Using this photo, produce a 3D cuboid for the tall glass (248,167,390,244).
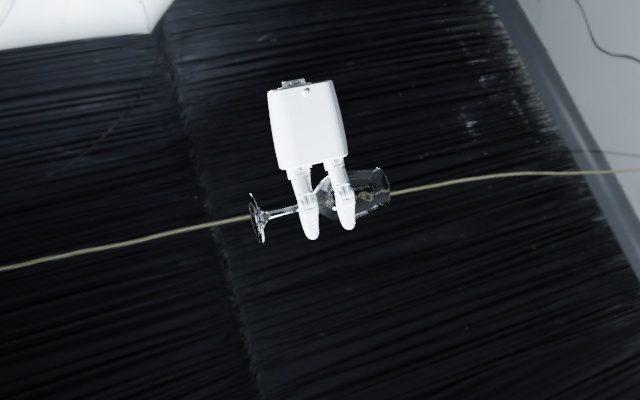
[{"bbox_3d":[-0.001,0.003,0.705,0.201,0.079,0.079,-14,4,-16],"label":"tall glass"}]
